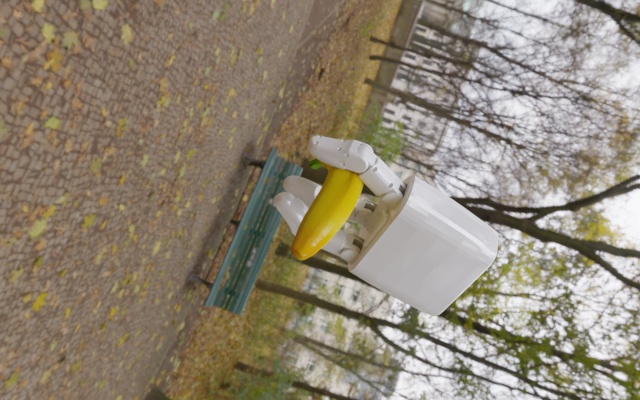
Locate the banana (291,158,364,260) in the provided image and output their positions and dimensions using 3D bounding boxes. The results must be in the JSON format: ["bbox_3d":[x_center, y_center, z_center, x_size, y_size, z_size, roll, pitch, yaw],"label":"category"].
[{"bbox_3d":[0.013,-0.012,0.468,0.070,0.037,0.197,-42,15,22],"label":"banana"}]
